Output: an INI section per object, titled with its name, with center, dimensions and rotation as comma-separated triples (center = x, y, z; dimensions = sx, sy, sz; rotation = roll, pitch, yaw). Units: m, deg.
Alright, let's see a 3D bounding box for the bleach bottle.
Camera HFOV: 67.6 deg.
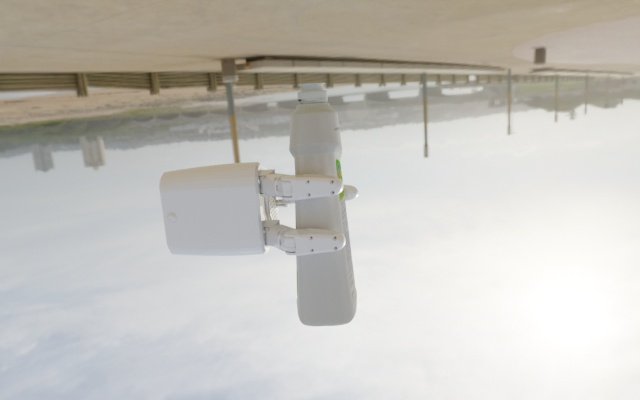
[bleach bottle]
center = 0.000, 0.002, 0.520
dimensions = 0.068, 0.251, 0.102
rotation = -3, 11, 4
